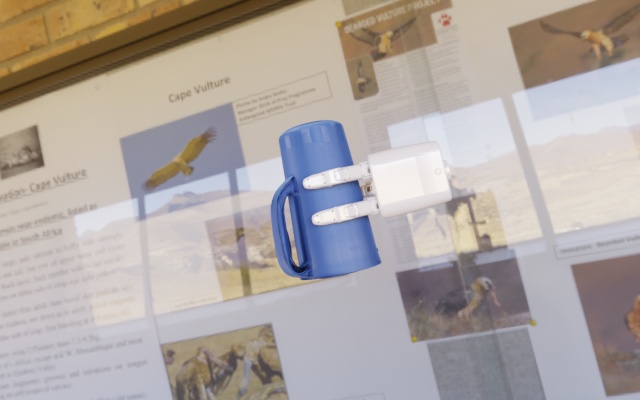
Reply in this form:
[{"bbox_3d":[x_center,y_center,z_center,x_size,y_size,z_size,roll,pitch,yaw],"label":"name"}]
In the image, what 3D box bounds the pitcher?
[{"bbox_3d":[0.000,0.002,0.760,0.145,0.243,0.149,-13,-3,9],"label":"pitcher"}]
